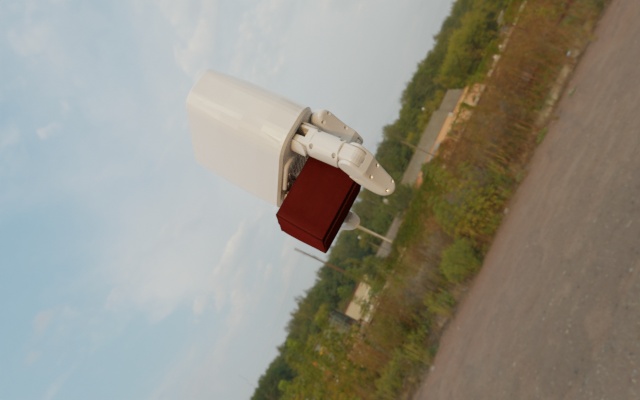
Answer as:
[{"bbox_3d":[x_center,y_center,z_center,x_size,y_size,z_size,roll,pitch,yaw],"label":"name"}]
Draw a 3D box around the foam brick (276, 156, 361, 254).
[{"bbox_3d":[0.000,0.002,0.450,0.051,0.078,0.053,26,-17,10],"label":"foam brick"}]
